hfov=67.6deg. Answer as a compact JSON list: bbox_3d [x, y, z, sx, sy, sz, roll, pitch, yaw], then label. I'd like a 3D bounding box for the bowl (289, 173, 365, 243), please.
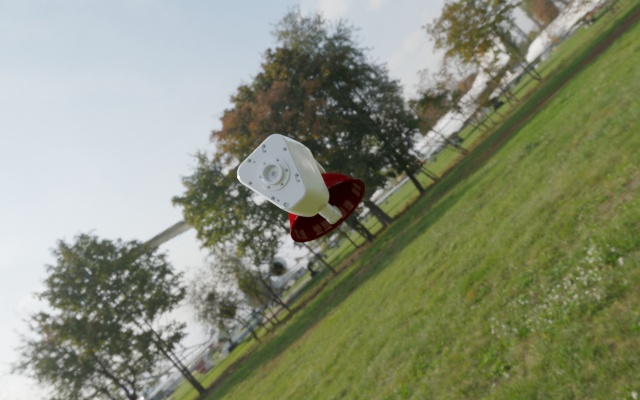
[{"bbox_3d":[0.000,0.003,0.860,0.162,0.055,0.162,-30,-27,-17],"label":"bowl"}]
